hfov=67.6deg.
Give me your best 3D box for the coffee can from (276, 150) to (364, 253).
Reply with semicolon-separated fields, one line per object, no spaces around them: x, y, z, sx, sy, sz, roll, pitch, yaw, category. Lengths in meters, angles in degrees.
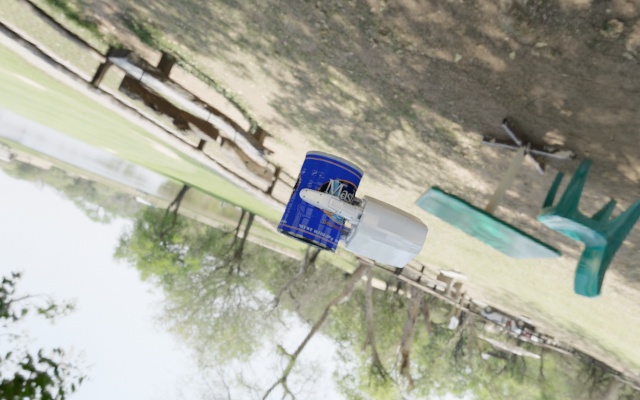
0.000;0.002;0.783;0.103;0.140;0.103;20;-9;3;coffee can
